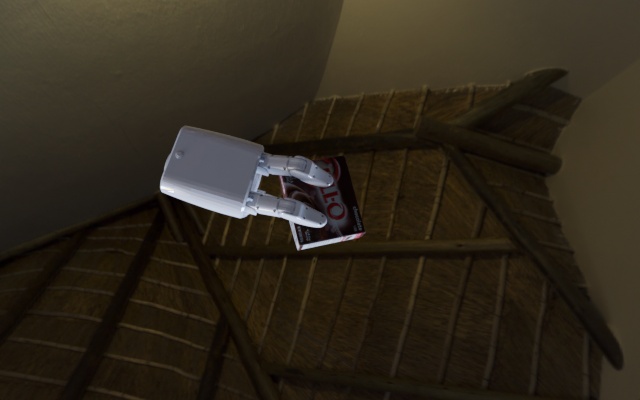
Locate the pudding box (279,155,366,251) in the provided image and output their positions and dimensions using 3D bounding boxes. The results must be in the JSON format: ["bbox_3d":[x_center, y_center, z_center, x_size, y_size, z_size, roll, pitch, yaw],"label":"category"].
[{"bbox_3d":[0.000,0.002,0.630,0.090,0.113,0.039,-11,-14,-13],"label":"pudding box"}]
